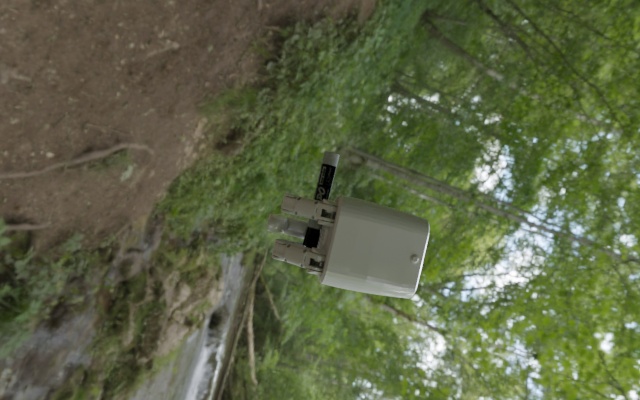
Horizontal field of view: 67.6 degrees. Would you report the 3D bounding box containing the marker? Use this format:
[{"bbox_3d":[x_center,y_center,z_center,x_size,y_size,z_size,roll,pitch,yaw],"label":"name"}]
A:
[{"bbox_3d":[0.000,0.002,0.571,0.020,0.121,0.020,13,0,0],"label":"marker"}]
